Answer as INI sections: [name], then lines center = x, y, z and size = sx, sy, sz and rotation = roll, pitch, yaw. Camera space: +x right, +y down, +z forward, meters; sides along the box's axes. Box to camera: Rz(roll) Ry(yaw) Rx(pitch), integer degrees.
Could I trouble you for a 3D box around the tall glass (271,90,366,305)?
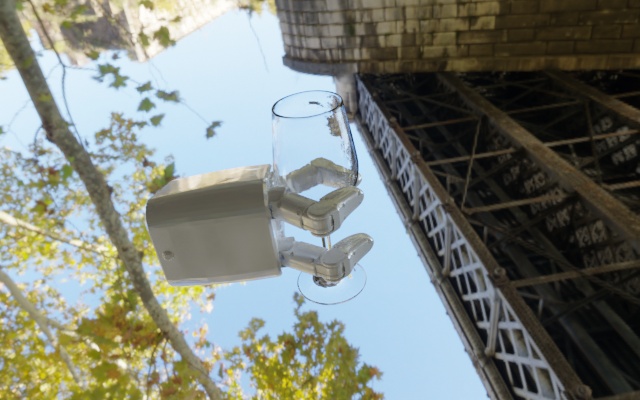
[tall glass]
center = 0.000, 0.002, 0.456
size = 0.079, 0.201, 0.079
rotation = -5, 32, 3
